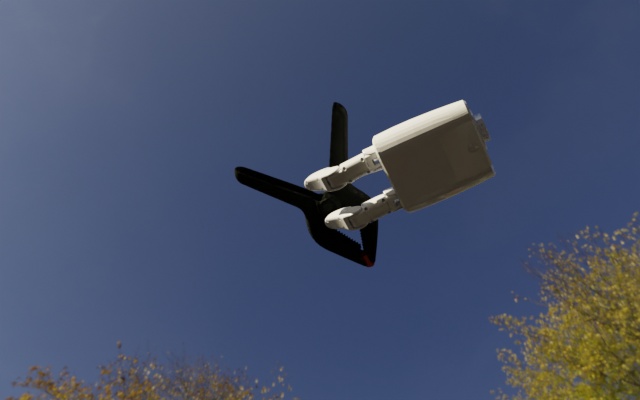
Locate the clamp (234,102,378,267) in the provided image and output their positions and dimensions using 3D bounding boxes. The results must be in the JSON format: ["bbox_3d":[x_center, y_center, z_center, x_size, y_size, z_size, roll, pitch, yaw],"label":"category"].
[{"bbox_3d":[0.001,0.002,0.607,0.164,0.210,0.036,-23,19,19],"label":"clamp"}]
